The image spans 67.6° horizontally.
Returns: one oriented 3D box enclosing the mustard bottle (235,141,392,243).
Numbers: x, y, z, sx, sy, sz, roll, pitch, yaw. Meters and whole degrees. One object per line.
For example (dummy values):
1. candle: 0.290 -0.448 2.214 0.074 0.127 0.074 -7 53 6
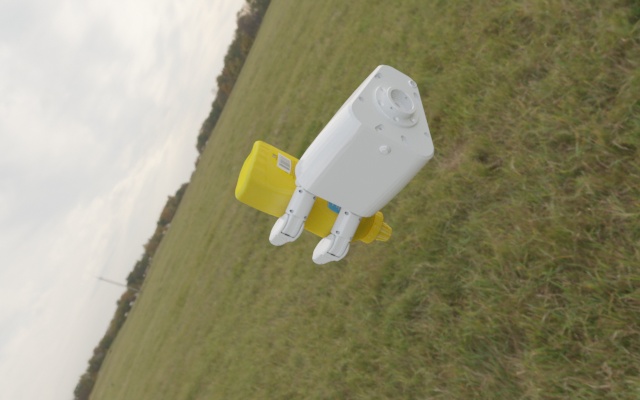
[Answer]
1. mustard bottle: 0.000 0.002 0.556 0.191 0.058 0.096 25 26 -15
